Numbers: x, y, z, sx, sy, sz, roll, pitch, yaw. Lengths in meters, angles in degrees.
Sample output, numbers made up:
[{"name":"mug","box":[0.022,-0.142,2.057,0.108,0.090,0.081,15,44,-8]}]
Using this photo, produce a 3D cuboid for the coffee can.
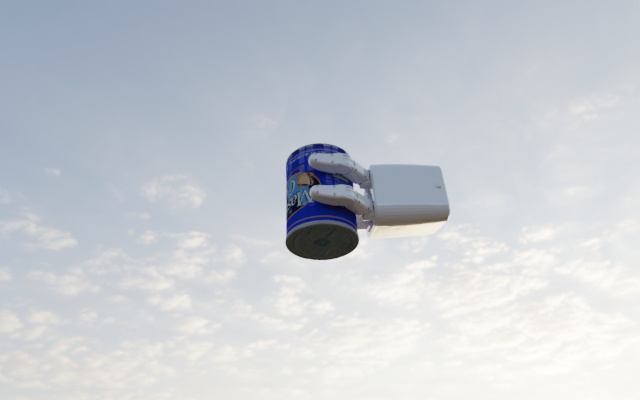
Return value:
[{"name":"coffee can","box":[0.000,0.002,0.700,0.103,0.140,0.103,-2,-34,-1]}]
